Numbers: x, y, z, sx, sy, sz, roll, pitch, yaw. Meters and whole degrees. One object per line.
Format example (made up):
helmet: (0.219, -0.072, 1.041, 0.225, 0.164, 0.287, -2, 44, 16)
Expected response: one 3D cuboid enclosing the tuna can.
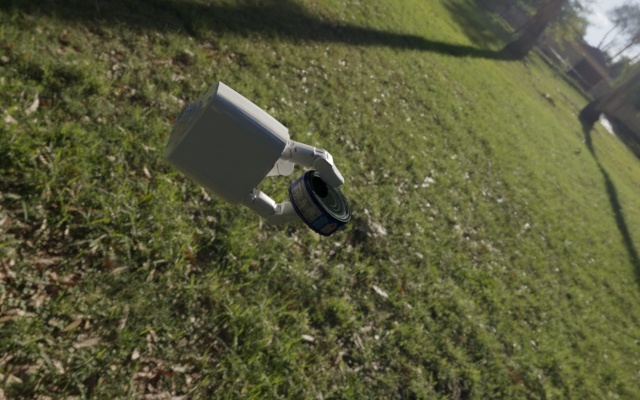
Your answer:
tuna can: (0.001, 0.002, 0.619, 0.034, 0.086, 0.086, -38, -17, 23)
